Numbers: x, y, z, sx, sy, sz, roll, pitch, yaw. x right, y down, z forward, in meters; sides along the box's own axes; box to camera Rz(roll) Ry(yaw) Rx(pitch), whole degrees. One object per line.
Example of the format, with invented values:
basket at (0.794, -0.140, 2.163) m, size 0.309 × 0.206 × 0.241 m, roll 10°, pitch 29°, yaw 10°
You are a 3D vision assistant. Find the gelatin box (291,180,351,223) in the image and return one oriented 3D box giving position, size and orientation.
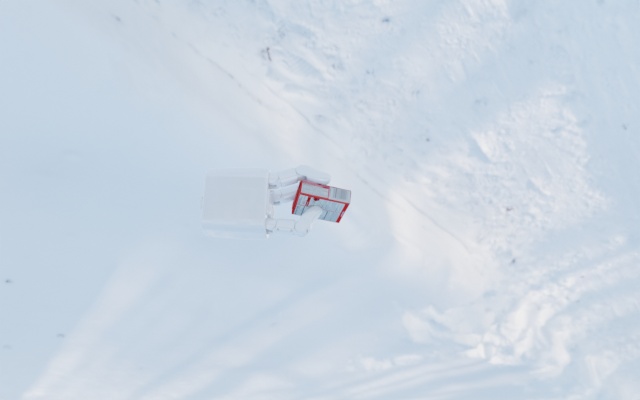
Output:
gelatin box at (0.000, 0.003, 0.810) m, size 0.089 × 0.030 × 0.073 m, roll 12°, pitch -31°, yaw -7°
